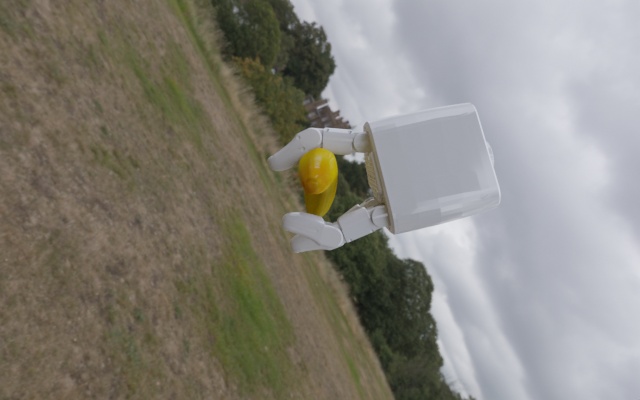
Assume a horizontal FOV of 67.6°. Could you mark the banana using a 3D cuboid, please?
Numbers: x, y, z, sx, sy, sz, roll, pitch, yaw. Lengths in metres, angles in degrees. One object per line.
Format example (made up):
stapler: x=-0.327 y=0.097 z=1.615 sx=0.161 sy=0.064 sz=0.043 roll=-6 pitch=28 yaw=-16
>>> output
banana: x=-0.001 y=-0.015 z=0.481 sx=0.037 sy=0.069 sz=0.198 roll=-2 pitch=-16 yaw=0
